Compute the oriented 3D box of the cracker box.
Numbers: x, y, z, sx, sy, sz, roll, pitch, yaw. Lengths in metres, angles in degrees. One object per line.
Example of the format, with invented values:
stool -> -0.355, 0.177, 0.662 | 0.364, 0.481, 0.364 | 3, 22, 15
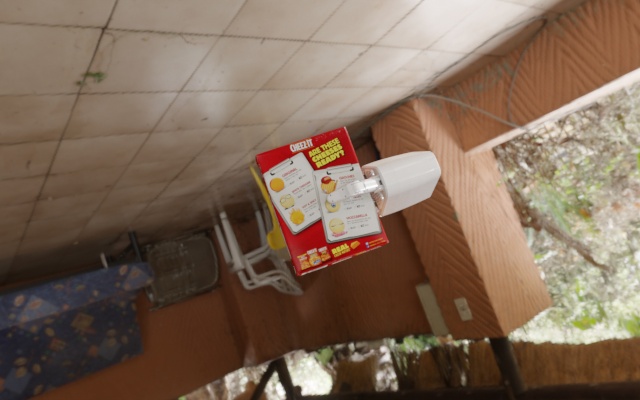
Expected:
cracker box -> 0.000, 0.003, 0.822 | 0.164, 0.213, 0.072 | -19, -8, -9
